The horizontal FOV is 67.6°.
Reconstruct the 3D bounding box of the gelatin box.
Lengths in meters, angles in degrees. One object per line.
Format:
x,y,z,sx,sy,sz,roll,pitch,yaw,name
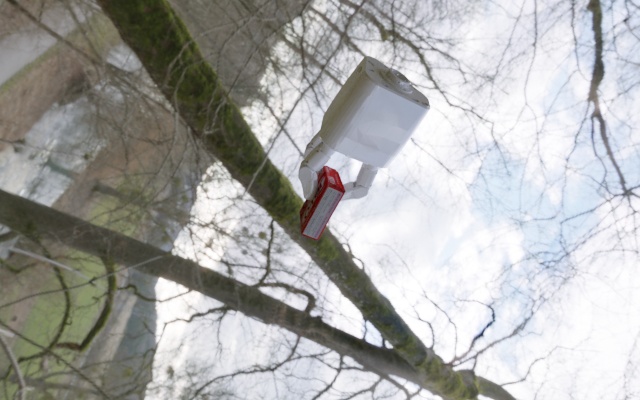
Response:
0.000,0.003,0.696,0.030,0.089,0.073,22,21,-15,gelatin box
